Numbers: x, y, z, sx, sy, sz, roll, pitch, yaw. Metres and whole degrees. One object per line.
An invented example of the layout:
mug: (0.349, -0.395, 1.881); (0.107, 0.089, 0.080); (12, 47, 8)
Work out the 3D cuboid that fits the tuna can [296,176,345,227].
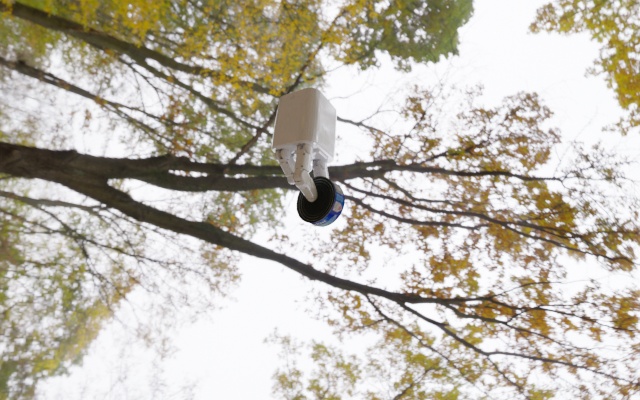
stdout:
tuna can: (0.000, 0.003, 0.838); (0.086, 0.086, 0.034); (0, -18, 40)
